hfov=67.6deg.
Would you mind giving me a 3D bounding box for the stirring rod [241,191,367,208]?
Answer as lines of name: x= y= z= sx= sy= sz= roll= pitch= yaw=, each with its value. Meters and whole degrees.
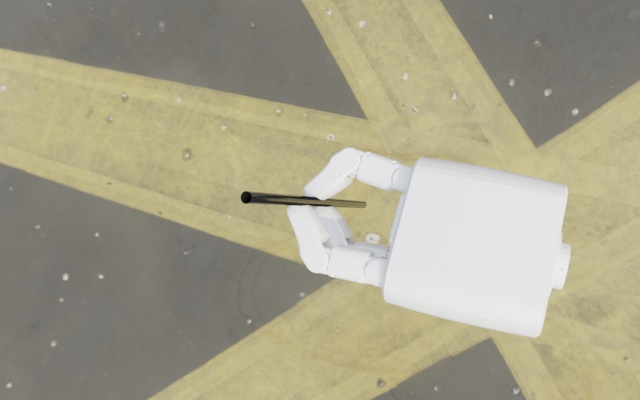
stirring rod: x=0.000 y=0.001 z=0.408 sx=0.011 sy=0.011 sz=0.239 roll=0 pitch=-2 yaw=23
